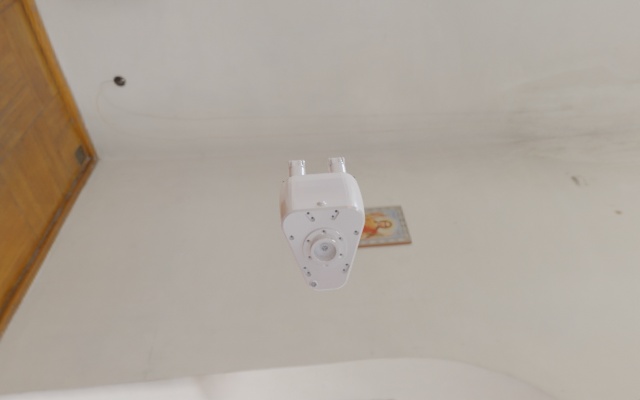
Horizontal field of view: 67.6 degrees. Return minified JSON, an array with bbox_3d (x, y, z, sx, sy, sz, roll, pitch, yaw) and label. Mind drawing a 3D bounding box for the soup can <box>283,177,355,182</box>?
[{"bbox_3d":[0.000,0.002,0.674,0.102,0.068,0.068,-4,0,-1],"label":"soup can"}]
